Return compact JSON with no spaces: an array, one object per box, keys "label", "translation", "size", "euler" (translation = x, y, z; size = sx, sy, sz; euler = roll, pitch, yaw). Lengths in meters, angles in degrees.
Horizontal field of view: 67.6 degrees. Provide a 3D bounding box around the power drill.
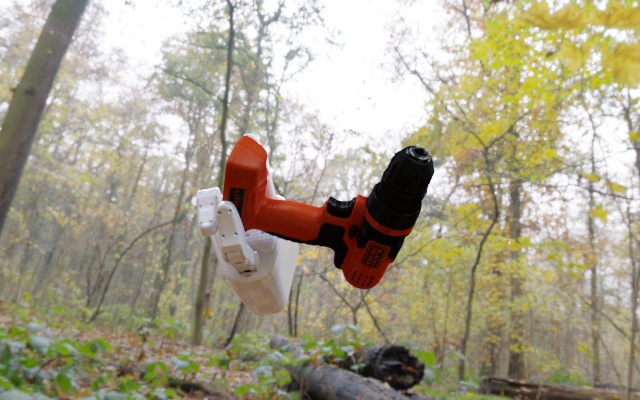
[{"label":"power drill","translation":[0.000,0.002,0.471],"size":[0.187,0.185,0.057],"euler":[19,41,1]}]
